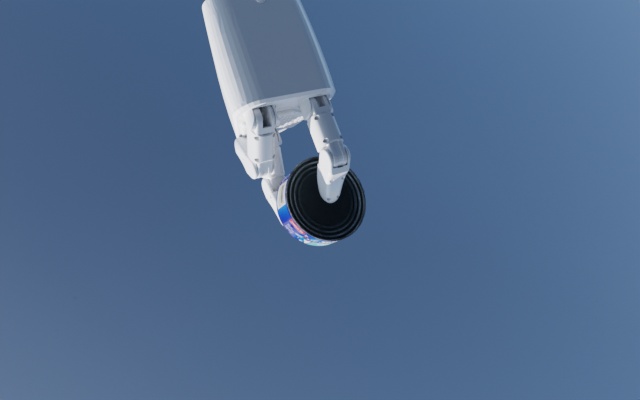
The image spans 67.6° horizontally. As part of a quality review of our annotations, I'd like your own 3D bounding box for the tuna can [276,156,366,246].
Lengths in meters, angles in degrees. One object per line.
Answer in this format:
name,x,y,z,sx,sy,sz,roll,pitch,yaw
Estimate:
tuna can,0.000,0.002,0.475,0.086,0.086,0.034,0,-16,-26
